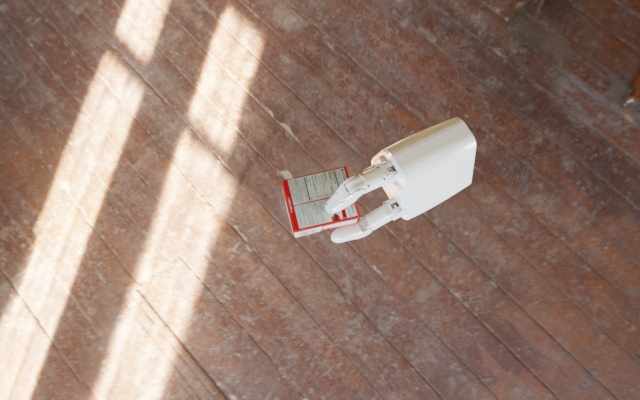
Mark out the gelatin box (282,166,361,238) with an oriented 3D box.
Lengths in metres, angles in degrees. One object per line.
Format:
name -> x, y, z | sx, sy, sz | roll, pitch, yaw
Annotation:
gelatin box -> 0.000, 0.002, 0.619 | 0.089, 0.073, 0.030 | -13, -19, -6
